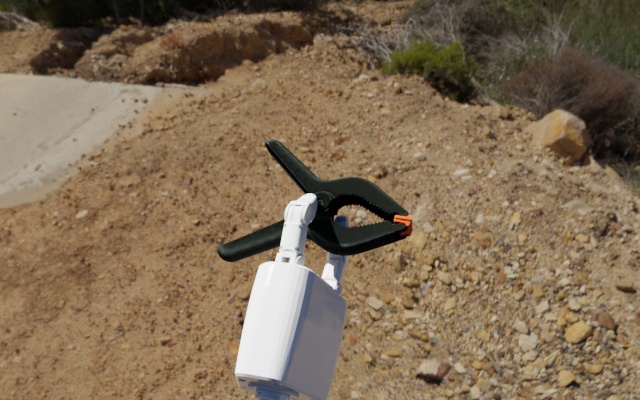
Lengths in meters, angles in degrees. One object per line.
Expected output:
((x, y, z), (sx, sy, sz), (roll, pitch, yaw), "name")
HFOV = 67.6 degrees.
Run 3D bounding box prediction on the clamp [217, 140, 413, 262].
((0.000, 0.002, 0.542), (0.210, 0.164, 0.036), (4, -28, 15), "clamp")
